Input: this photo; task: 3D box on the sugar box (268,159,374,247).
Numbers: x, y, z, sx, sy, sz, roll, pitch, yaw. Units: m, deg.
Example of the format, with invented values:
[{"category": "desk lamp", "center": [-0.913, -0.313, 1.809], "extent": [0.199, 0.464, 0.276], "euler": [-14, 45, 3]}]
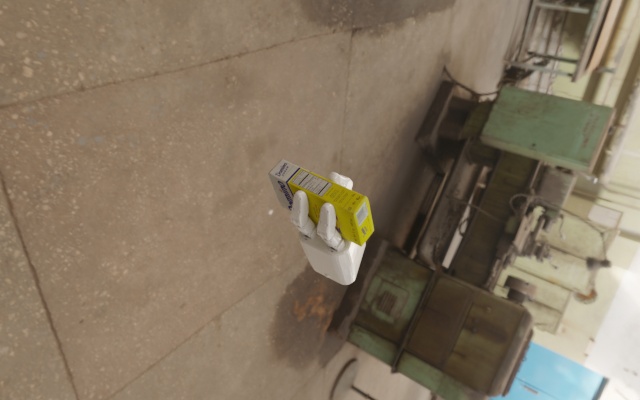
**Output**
[{"category": "sugar box", "center": [0.000, 0.003, 0.789], "extent": [0.176, 0.048, 0.093], "euler": [22, -31, 29]}]
